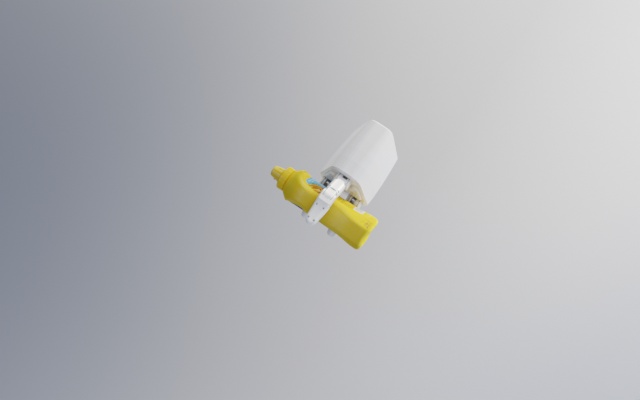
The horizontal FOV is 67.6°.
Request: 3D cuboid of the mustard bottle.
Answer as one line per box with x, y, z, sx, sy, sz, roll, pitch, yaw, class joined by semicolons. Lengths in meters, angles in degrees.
0.000;0.003;0.778;0.191;0.058;0.096;35;13;8;mustard bottle
